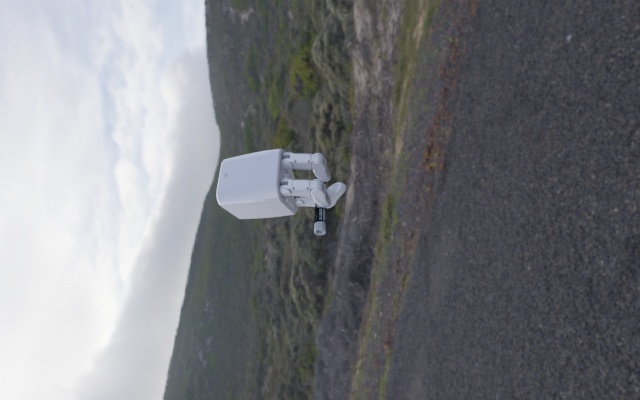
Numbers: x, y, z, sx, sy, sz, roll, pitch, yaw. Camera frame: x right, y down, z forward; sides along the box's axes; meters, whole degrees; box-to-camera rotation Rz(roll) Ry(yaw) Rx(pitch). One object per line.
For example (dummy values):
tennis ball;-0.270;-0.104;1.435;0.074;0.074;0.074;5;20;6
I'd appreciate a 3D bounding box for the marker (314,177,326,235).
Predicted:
marker;0.000;0.003;0.799;0.020;0.121;0.020;1;-36;1
